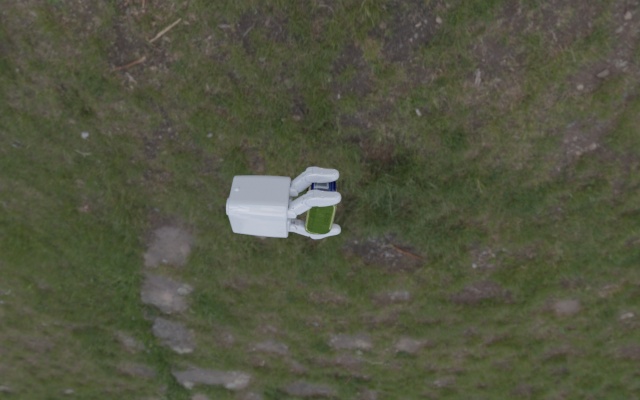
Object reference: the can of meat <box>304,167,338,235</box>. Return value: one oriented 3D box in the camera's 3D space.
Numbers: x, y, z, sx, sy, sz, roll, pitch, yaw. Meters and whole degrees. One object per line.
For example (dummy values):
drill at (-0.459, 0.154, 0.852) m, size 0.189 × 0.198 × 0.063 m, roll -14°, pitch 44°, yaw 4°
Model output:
can of meat at (0.000, 0.003, 0.896) m, size 0.057 × 0.083 × 0.102 m, roll 6°, pitch -43°, yaw -4°
